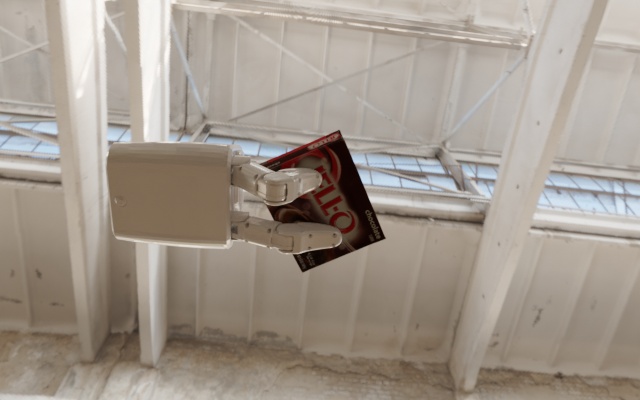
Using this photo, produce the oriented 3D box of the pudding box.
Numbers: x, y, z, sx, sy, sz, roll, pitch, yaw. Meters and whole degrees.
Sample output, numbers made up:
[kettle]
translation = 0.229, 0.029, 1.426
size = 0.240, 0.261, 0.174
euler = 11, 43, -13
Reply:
[pudding box]
translation = 0.000, 0.001, 0.456
size = 0.090, 0.113, 0.039
euler = -23, 24, 7
